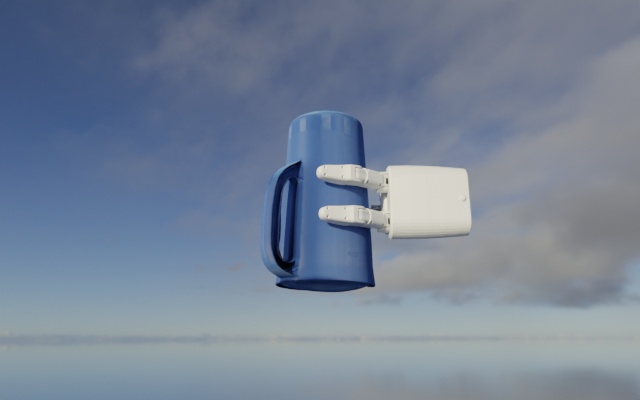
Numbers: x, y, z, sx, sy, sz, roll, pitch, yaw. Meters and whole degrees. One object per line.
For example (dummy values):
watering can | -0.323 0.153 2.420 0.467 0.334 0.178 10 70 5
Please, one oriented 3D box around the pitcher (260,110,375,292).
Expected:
pitcher | 0.000 0.002 0.658 0.145 0.242 0.149 0 -16 1
